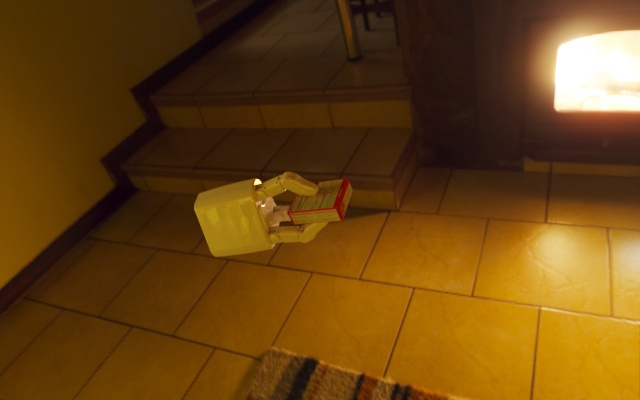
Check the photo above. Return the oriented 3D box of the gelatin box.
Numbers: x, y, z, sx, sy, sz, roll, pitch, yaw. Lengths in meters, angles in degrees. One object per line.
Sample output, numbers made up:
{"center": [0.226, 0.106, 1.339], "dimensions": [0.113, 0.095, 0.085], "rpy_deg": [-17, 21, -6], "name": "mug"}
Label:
{"center": [0.000, 0.002, 0.759], "dimensions": [0.089, 0.030, 0.073], "rpy_deg": [-7, 37, 26], "name": "gelatin box"}
